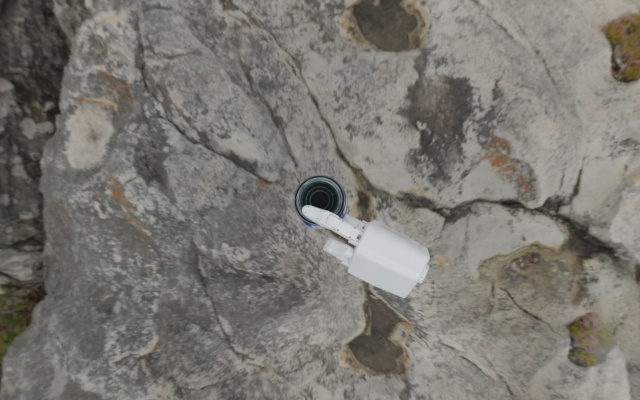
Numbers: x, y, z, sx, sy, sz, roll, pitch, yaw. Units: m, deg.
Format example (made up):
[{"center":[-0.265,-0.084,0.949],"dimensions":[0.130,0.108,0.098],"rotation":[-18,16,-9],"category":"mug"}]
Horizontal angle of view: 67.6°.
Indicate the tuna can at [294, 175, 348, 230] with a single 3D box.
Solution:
[{"center":[0.000,0.002,0.770],"dimensions":[0.086,0.086,0.034],"rotation":[0,-13,7],"category":"tuna can"}]
